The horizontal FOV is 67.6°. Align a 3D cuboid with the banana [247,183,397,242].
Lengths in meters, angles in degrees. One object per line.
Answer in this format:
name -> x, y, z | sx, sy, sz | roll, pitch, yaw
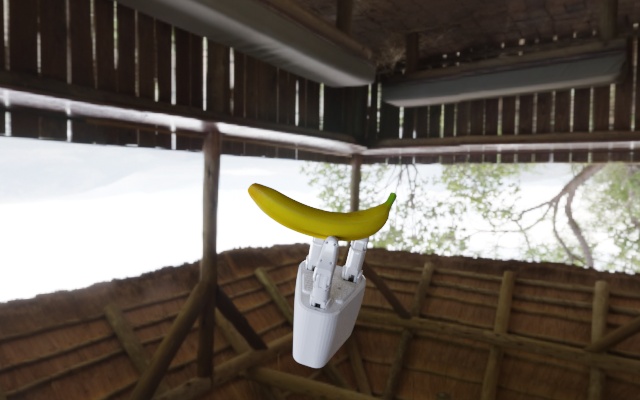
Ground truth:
banana -> 0.004, 0.018, 0.609 | 0.198, 0.069, 0.037 | 5, -32, -13
